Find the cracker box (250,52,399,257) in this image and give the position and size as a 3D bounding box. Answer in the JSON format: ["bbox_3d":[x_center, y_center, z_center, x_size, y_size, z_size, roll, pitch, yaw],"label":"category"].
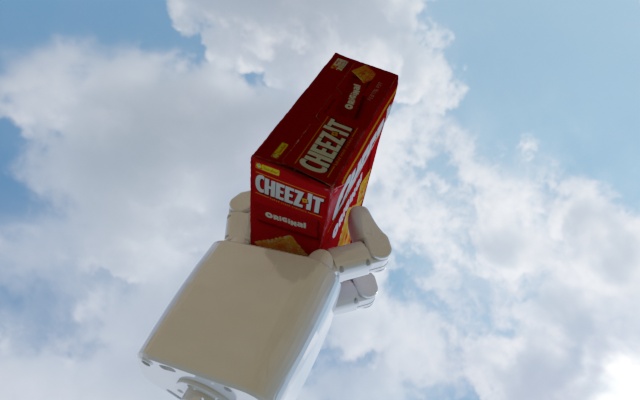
[{"bbox_3d":[0.000,0.002,0.446,0.072,0.214,0.164,21,48,10],"label":"cracker box"}]
